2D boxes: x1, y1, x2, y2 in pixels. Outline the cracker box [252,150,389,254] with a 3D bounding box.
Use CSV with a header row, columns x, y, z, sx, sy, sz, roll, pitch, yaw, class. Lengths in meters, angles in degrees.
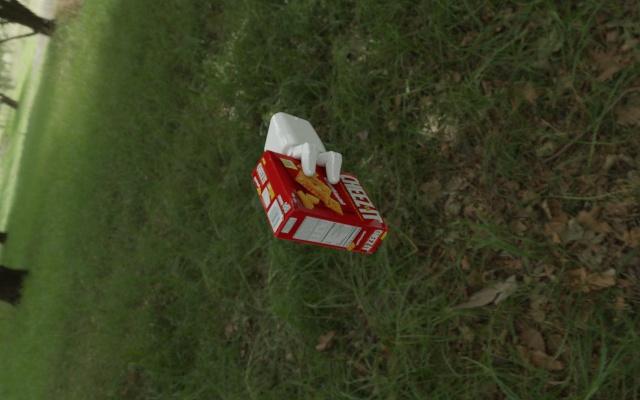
x,y,z,sx,sy,sz,roll,pitch,yaw,class
0.000,0.003,0.859,0.214,0.072,0.164,13,35,-35,cracker box
